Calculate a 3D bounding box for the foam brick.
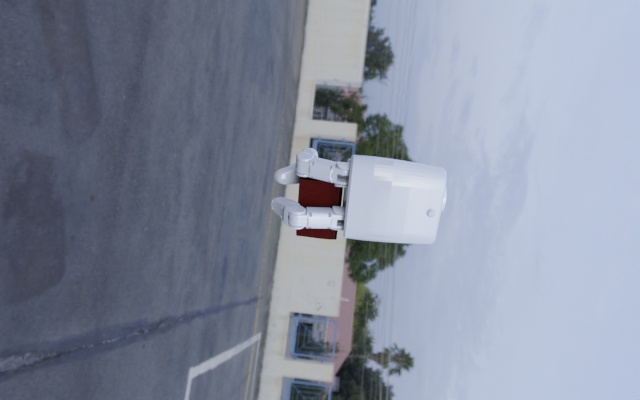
[{"bbox_3d":[0.000,0.002,0.587,0.051,0.078,0.053,6,24,3],"label":"foam brick"}]
